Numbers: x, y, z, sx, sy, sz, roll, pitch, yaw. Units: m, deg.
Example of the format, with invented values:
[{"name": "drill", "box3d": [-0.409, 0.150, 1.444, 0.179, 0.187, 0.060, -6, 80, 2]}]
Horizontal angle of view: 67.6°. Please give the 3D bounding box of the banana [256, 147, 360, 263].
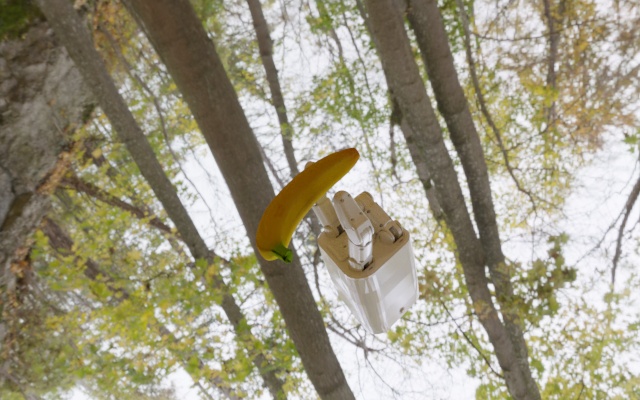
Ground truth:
[{"name": "banana", "box3d": [-0.018, 0.003, 0.507, 0.069, 0.037, 0.197, 1, 36, 27]}]
